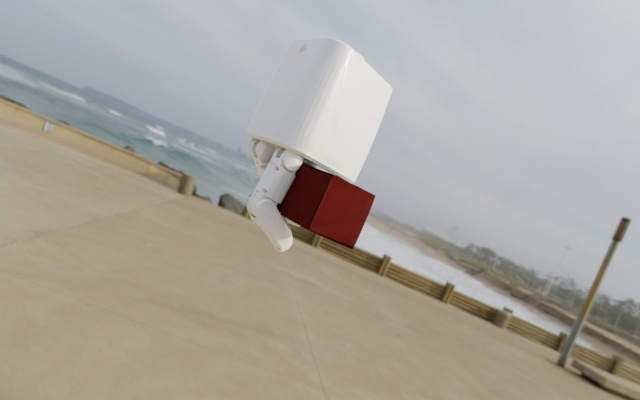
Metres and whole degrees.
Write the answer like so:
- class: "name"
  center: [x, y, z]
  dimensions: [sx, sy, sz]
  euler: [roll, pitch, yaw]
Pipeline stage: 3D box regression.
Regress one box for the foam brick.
- class: "foam brick"
  center: [0.000, 0.002, 0.427]
  dimensions: [0.053, 0.051, 0.078]
  euler: [26, -1, -34]
